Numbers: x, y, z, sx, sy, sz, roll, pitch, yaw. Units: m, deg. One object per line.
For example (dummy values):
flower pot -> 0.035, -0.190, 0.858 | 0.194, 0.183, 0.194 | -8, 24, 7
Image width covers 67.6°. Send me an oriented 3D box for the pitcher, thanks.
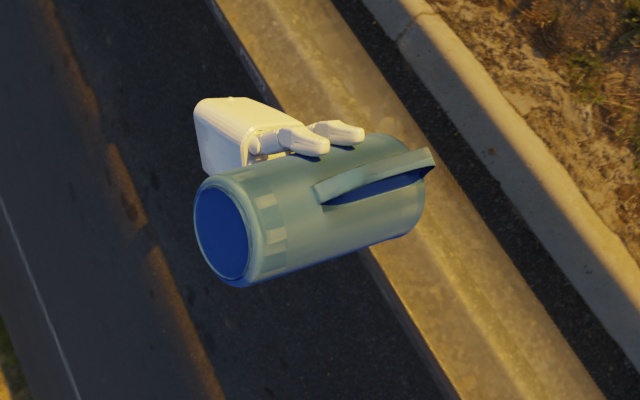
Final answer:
pitcher -> 0.000, 0.002, 0.506 | 0.243, 0.149, 0.145 | -16, 37, -43
